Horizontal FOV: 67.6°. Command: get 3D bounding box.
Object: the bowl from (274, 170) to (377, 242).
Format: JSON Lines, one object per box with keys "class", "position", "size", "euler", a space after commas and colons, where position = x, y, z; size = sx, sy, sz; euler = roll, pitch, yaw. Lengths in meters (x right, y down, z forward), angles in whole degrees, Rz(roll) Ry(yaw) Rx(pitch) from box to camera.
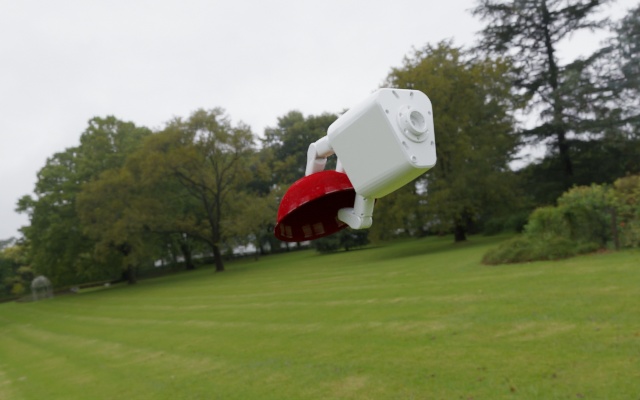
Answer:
{"class": "bowl", "position": [-0.001, 0.003, 0.715], "size": [0.162, 0.055, 0.162], "euler": [-18, -24, -8]}
